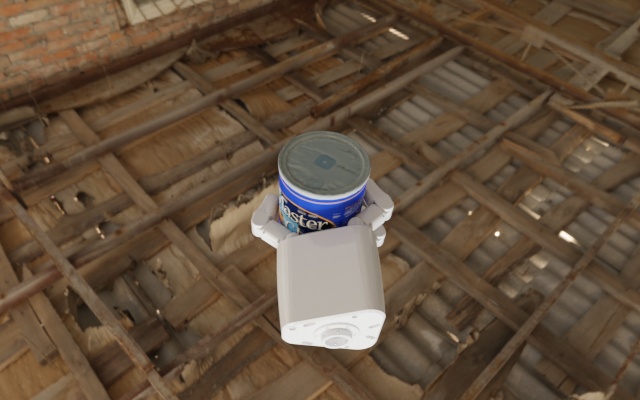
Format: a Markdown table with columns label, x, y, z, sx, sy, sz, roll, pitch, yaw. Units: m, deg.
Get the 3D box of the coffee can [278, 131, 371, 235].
| label | x | y | z | sx | sy | sz | roll | pitch | yaw |
| --- | --- | --- | --- | --- | --- | --- | --- | --- | --- |
| coffee can | 0.000 | 0.002 | 0.578 | 0.103 | 0.102 | 0.140 | 0 | -40 | -5 |
